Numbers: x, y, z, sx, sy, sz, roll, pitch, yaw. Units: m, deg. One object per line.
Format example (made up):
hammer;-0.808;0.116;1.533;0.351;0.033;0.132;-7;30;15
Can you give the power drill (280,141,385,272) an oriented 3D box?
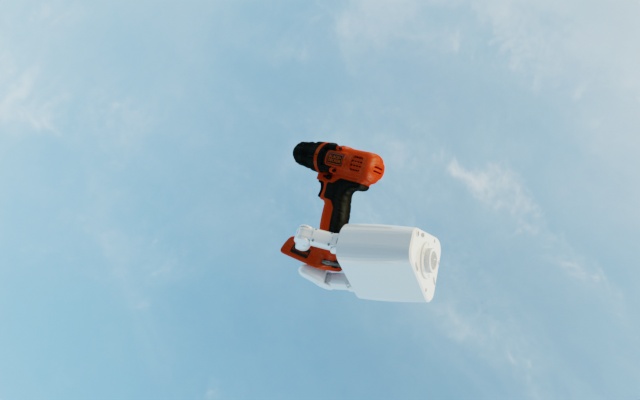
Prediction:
power drill;0.000;0.003;0.732;0.057;0.187;0.184;15;2;-42
